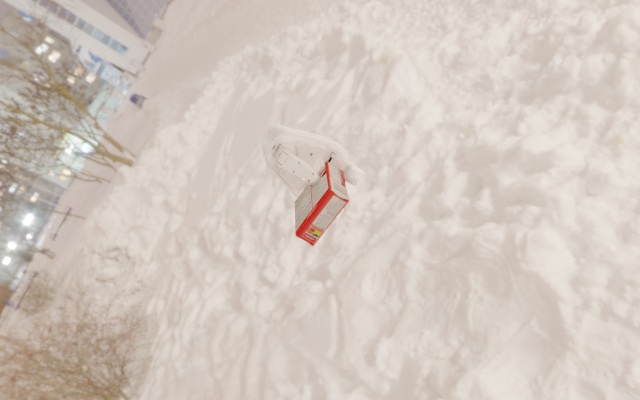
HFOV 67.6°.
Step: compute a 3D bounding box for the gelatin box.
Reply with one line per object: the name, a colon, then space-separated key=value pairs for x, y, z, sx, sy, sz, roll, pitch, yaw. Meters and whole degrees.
gelatin box: x=0.000 y=0.002 z=0.584 sx=0.030 sy=0.073 sz=0.089 roll=31 pitch=21 yaw=-17
